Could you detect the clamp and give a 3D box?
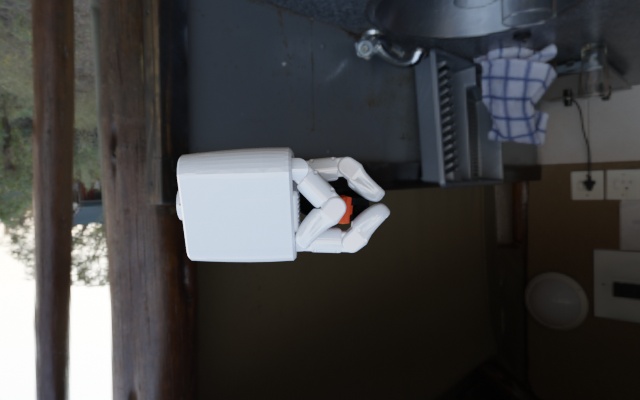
[{"bbox_3d":[0.000,0.002,0.554,0.120,0.039,0.171,-2,2,-1],"label":"clamp"}]
